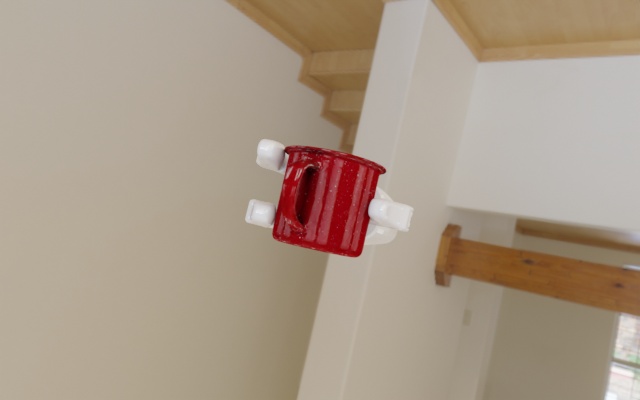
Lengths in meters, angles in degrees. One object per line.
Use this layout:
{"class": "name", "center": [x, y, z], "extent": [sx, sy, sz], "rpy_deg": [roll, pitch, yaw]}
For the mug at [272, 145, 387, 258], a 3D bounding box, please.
{"class": "mug", "center": [0.000, 0.001, 0.410], "extent": [0.093, 0.081, 0.117], "rpy_deg": [11, -4, 23]}
